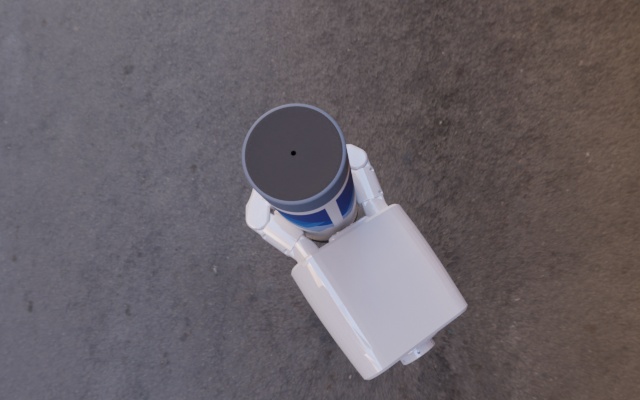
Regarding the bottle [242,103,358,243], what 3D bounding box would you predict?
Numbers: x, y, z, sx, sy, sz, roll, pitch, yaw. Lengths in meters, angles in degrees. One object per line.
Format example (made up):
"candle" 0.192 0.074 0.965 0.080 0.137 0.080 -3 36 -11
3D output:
"bottle" 0.000 0.001 0.439 0.069 0.069 0.296 0 -12 7
